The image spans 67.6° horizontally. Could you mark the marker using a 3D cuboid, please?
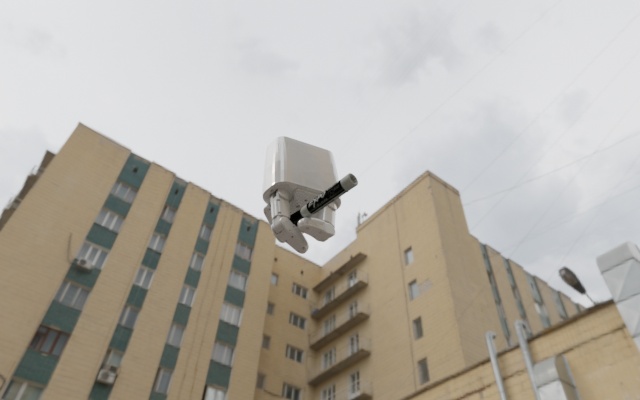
[{"bbox_3d":[0.000,0.002,0.642,0.121,0.020,0.020,-35,-20,31],"label":"marker"}]
